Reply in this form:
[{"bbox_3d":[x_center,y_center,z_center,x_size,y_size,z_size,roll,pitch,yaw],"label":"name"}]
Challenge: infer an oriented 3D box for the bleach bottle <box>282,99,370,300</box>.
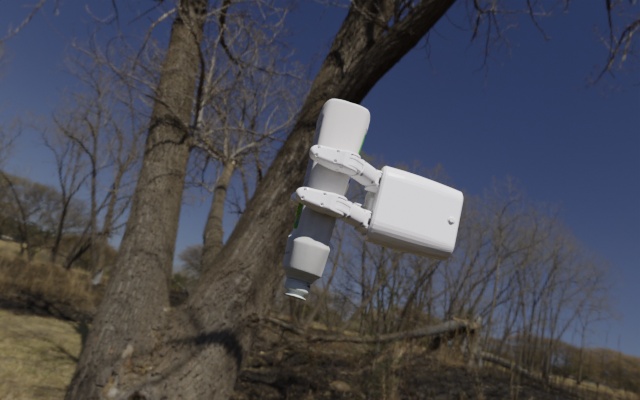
[{"bbox_3d":[0.000,0.002,0.613,0.068,0.250,0.102,17,-16,-3],"label":"bleach bottle"}]
